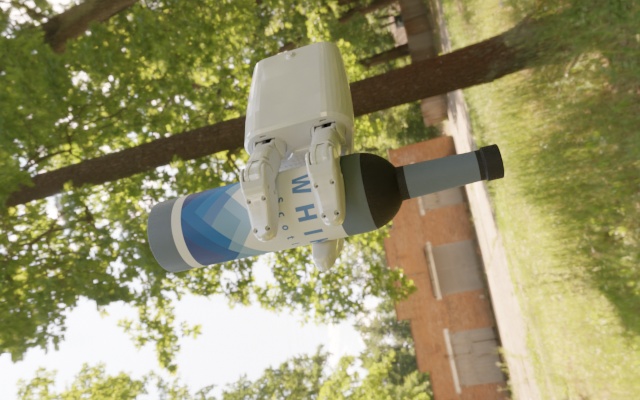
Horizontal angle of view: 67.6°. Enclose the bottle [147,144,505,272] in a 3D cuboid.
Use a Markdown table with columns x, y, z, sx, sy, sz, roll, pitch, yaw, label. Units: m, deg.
| x | y | z | sx | sy | sz | roll | pitch | yaw | label |
| --- | --- | --- | --- | --- | --- | --- | --- | --- | --- |
| 0.000 | 0.001 | 0.405 | 0.296 | 0.069 | 0.069 | -13 | -3 | 14 | bottle |
